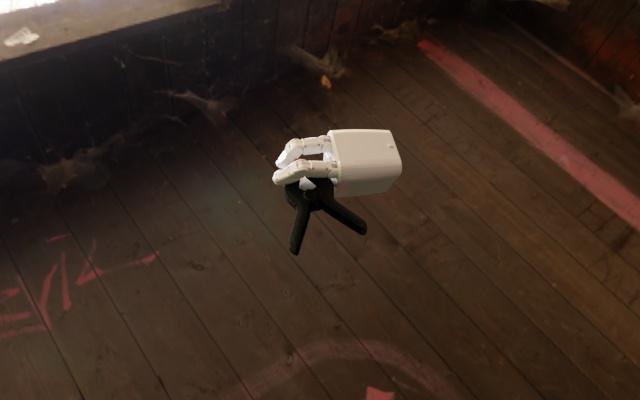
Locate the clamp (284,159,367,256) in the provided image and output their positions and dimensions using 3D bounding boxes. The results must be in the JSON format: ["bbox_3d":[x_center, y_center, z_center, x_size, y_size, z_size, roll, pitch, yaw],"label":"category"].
[{"bbox_3d":[0.000,0.003,0.743,0.120,0.171,0.039,-5,-34,-10],"label":"clamp"}]
